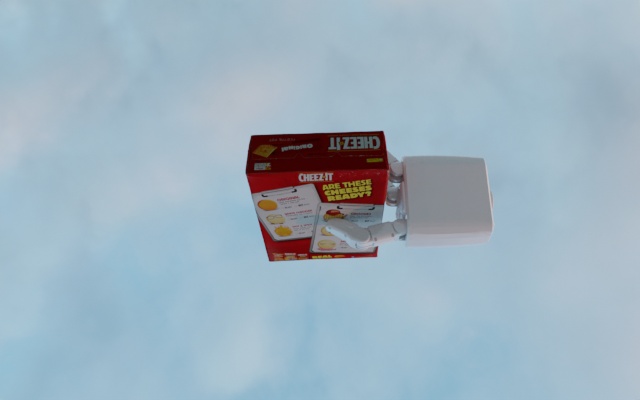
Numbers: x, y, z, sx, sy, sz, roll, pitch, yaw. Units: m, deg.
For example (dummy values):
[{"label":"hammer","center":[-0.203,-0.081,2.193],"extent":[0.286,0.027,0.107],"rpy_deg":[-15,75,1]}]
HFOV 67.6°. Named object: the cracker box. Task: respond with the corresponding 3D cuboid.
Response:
[{"label":"cracker box","center":[0.000,0.002,0.637],"extent":[0.164,0.072,0.214],"rpy_deg":[-2,-35,1]}]
